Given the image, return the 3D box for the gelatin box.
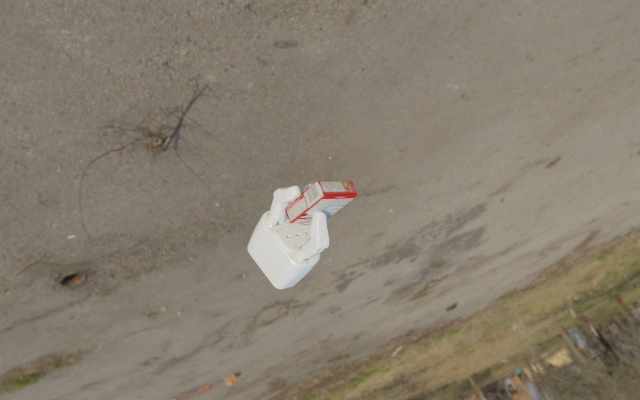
[{"bbox_3d":[0.000,0.003,0.726,0.073,0.030,0.089,-2,-28,-43],"label":"gelatin box"}]
